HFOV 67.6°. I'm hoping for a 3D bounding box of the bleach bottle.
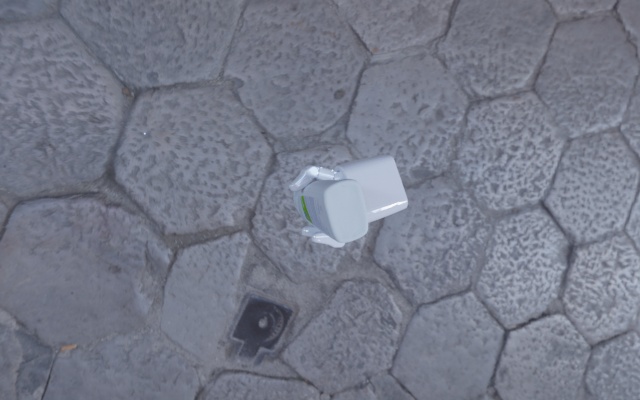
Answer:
[{"bbox_3d":[0.000,0.003,0.854,0.068,0.102,0.251,-18,13,-17],"label":"bleach bottle"}]
